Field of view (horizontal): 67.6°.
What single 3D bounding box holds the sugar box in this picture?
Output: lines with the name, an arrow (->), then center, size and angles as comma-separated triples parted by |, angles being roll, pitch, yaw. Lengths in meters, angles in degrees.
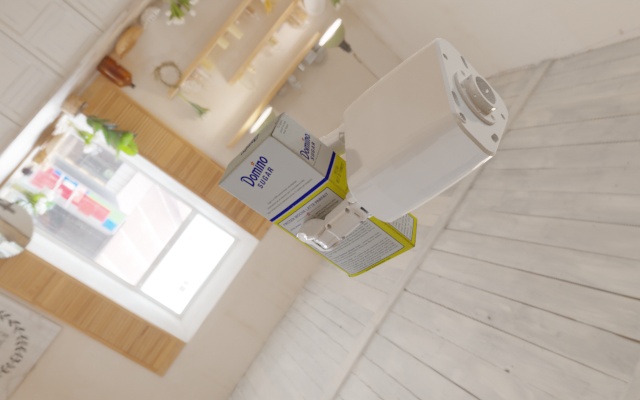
sugar box -> 0.000, 0.001, 0.465 | 0.176, 0.048, 0.093 | 39, -48, -19
